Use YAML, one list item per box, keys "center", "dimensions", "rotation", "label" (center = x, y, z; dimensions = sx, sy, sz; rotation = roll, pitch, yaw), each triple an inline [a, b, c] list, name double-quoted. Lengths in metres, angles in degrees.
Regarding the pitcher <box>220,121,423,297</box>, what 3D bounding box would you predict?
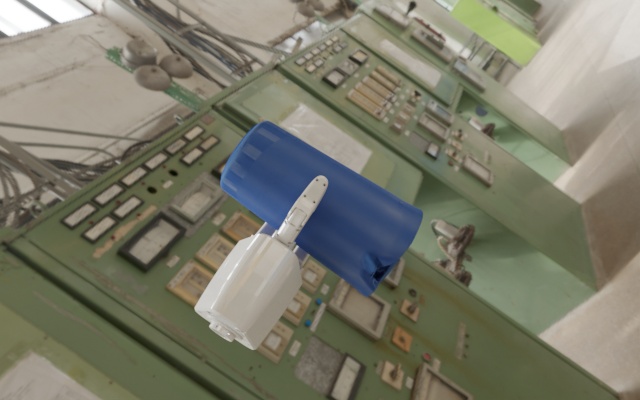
- center: [0.000, 0.002, 0.627]
  dimensions: [0.243, 0.145, 0.149]
  rotation: [34, -23, -1]
  label: "pitcher"
